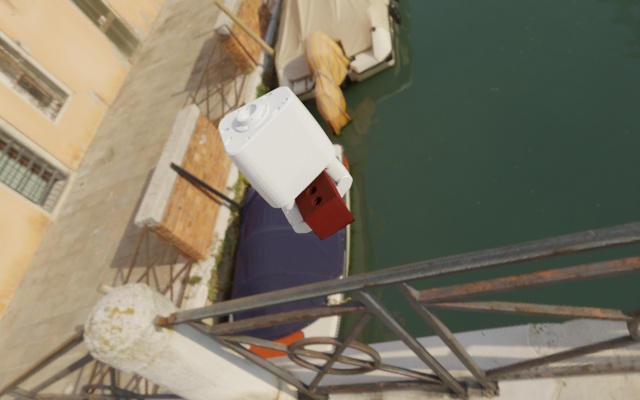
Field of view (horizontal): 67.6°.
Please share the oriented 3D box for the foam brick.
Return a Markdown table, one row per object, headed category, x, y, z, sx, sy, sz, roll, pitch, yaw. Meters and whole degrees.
| category | x | y | z | sx | sy | sz | roll | pitch | yaw |
| --- | --- | --- | --- | --- | --- | --- | --- | --- | --- |
| foam brick | 0.000 | 0.002 | 0.626 | 0.053 | 0.051 | 0.078 | -34 | 41 | 5 |
